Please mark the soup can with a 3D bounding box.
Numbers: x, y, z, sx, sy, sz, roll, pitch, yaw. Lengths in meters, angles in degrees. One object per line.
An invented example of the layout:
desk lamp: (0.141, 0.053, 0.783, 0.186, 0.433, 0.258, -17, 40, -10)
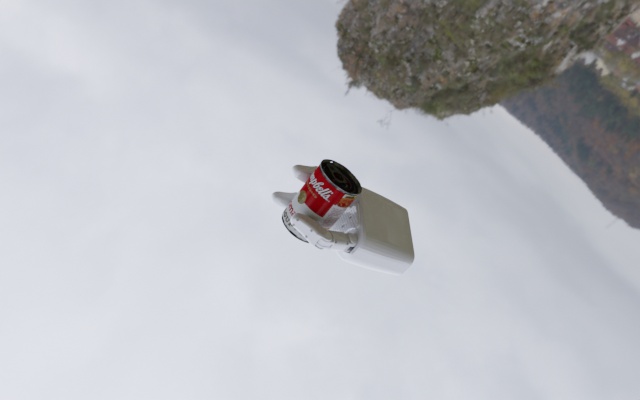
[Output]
soup can: (0.000, 0.002, 0.661, 0.068, 0.068, 0.102, 0, -43, -50)
